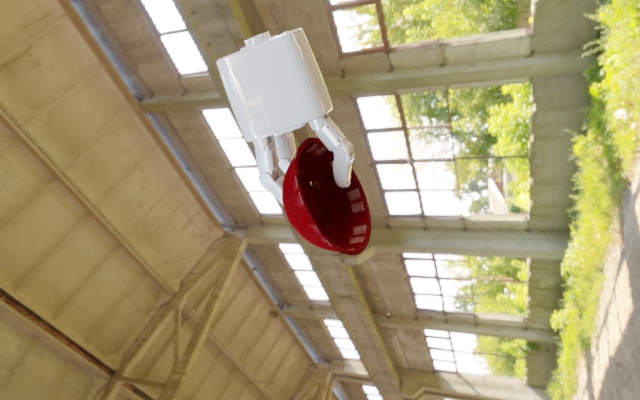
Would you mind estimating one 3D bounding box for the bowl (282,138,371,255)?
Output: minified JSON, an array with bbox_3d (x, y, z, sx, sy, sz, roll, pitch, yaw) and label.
[{"bbox_3d":[0.000,0.003,0.625,0.055,0.162,0.162,-25,-13,30],"label":"bowl"}]
